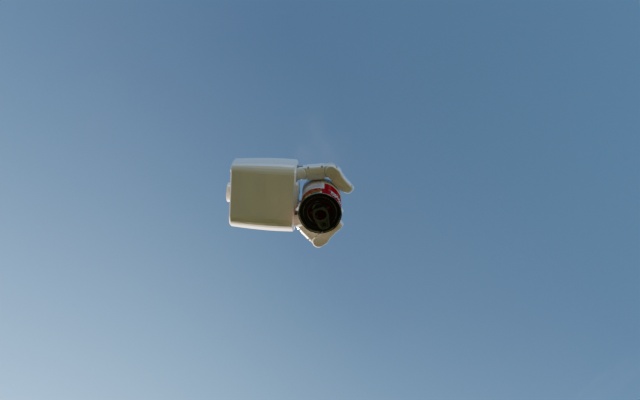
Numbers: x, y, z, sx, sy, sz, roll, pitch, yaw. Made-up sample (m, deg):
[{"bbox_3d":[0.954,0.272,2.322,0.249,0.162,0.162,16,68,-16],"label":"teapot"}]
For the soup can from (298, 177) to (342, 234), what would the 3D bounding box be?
[{"bbox_3d":[0.001,0.002,0.778,0.068,0.068,0.102,0,21,1],"label":"soup can"}]
